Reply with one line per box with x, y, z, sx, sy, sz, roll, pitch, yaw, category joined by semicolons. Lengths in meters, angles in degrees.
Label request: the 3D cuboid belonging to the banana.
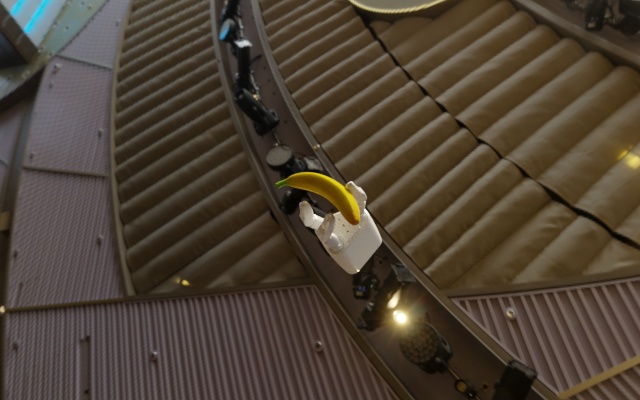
0.008;-0.012;0.902;0.197;0.069;0.037;24;-22;33;banana
